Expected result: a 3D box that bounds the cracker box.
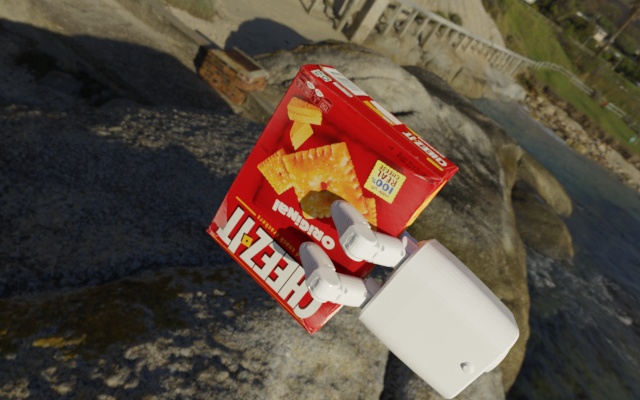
[{"bbox_3d":[0.000,0.001,0.473,0.164,0.214,0.072,42,27,13],"label":"cracker box"}]
